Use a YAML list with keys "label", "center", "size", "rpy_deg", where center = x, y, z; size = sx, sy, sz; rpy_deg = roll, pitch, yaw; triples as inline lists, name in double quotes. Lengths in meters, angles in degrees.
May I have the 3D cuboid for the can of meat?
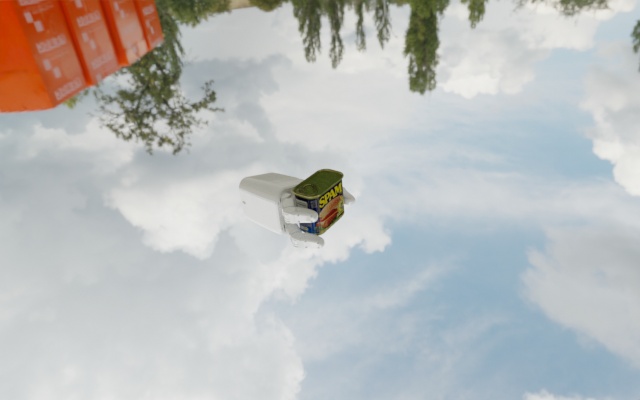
- label: "can of meat"
  center: [0.000, 0.003, 0.863]
  size: [0.057, 0.084, 0.102]
  rpy_deg: [16, 37, 33]
